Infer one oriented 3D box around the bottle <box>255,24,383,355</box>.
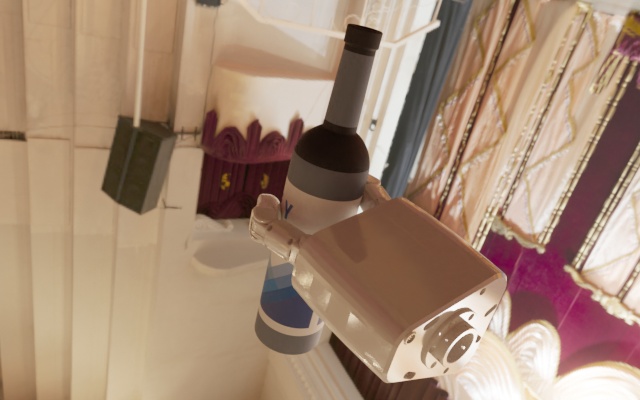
[{"bbox_3d":[0.000,0.002,0.416,0.069,0.296,0.069,12,25,-6],"label":"bottle"}]
